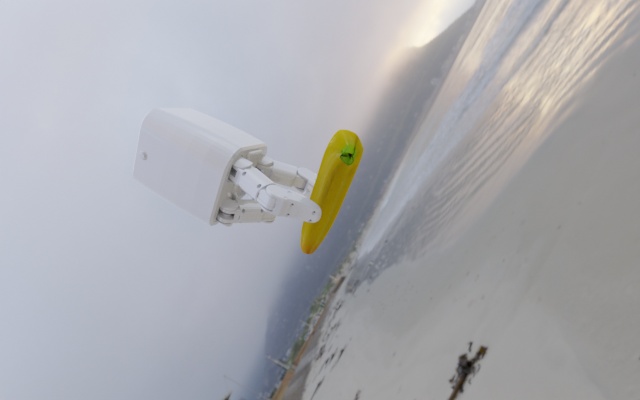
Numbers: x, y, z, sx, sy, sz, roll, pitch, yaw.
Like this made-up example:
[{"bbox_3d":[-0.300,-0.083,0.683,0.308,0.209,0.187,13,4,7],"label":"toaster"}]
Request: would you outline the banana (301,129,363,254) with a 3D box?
[{"bbox_3d":[0.009,-0.013,0.499,0.037,0.069,0.198,28,-33,6],"label":"banana"}]
